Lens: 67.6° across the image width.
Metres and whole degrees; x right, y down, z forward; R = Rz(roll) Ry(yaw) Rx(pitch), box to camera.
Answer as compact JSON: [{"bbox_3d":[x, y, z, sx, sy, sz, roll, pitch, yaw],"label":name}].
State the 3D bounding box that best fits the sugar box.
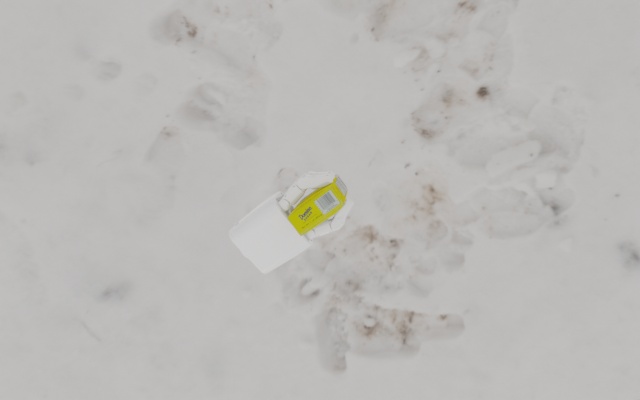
[{"bbox_3d":[0.000,0.002,0.861,0.093,0.048,0.176,-35,7,9],"label":"sugar box"}]
